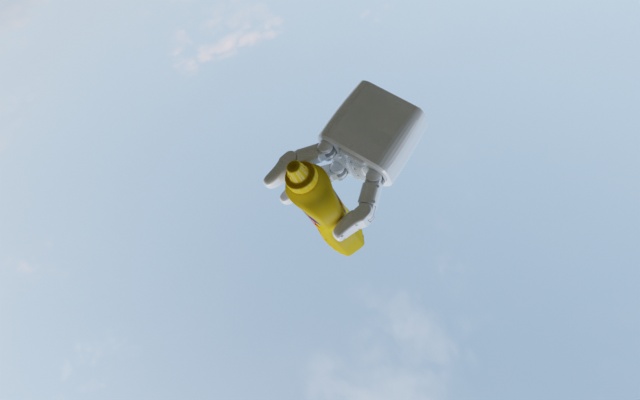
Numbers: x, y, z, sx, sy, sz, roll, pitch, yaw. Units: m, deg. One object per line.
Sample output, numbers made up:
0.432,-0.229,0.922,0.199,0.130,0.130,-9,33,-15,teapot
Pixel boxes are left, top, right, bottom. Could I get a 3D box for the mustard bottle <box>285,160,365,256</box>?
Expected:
0.000,0.002,0.643,0.058,0.096,0.192,-35,-34,0,mustard bottle
